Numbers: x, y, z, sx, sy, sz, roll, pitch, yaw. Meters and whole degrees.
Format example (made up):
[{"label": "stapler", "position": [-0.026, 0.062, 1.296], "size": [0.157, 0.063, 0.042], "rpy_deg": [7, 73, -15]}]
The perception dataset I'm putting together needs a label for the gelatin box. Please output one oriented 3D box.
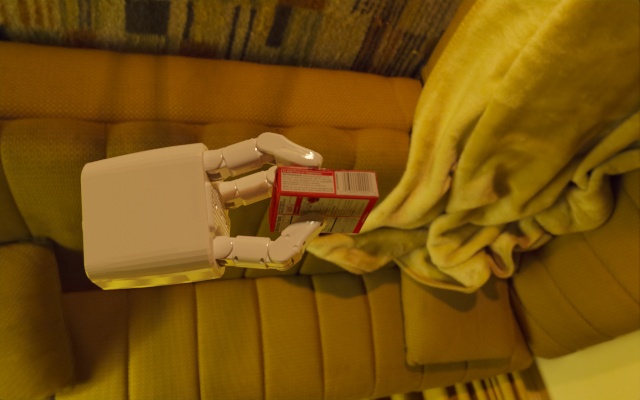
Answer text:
[{"label": "gelatin box", "position": [0.000, 0.002, 0.430], "size": [0.089, 0.030, 0.073], "rpy_deg": [2, -30, -9]}]
